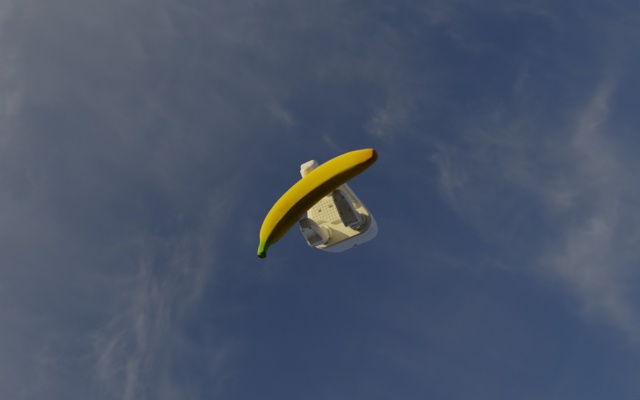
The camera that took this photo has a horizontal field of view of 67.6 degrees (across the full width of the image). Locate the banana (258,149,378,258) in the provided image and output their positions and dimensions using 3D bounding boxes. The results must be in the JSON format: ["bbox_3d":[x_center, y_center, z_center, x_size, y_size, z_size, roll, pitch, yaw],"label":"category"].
[{"bbox_3d":[-0.011,-0.004,0.623,0.037,0.198,0.069,47,0,-40],"label":"banana"}]
